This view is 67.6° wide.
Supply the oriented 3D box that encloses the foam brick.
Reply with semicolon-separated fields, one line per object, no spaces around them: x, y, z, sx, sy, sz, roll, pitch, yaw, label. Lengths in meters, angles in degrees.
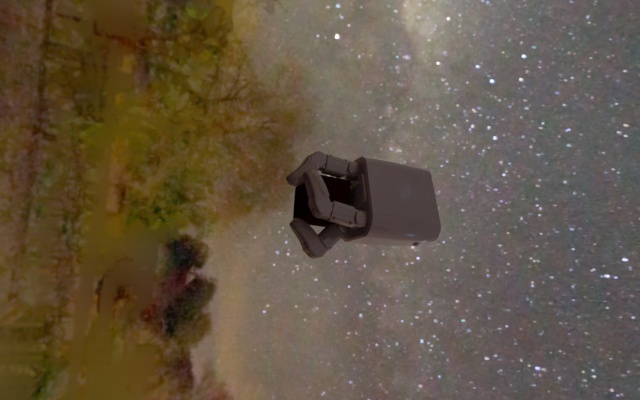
0.000;0.002;0.635;0.051;0.053;0.078;9;-14;-19;foam brick
